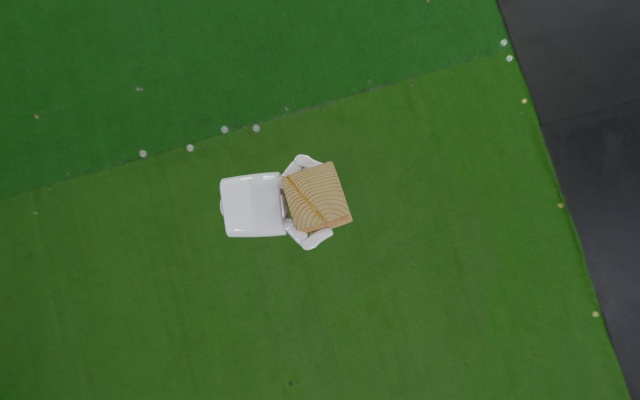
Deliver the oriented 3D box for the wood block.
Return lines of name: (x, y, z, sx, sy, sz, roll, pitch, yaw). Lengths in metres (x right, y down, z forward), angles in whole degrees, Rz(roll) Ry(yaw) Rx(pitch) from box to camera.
wood block: (0.000, 0.003, 0.845, 0.090, 0.091, 0.206, -18, -7, 3)
